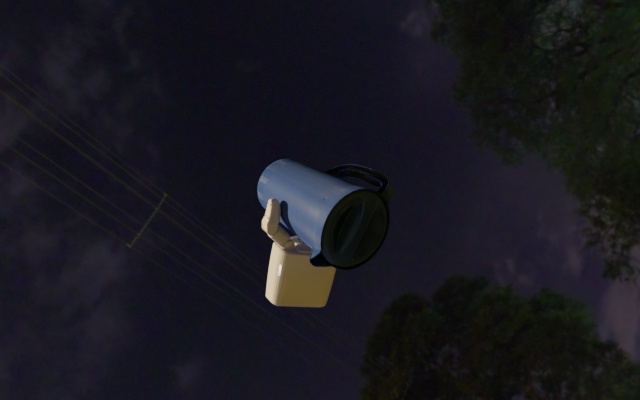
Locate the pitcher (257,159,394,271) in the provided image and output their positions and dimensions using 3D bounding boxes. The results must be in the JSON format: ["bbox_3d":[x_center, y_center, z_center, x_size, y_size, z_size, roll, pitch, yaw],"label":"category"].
[{"bbox_3d":[0.000,0.003,0.812,0.149,0.145,0.242,-1,20,-36],"label":"pitcher"}]
